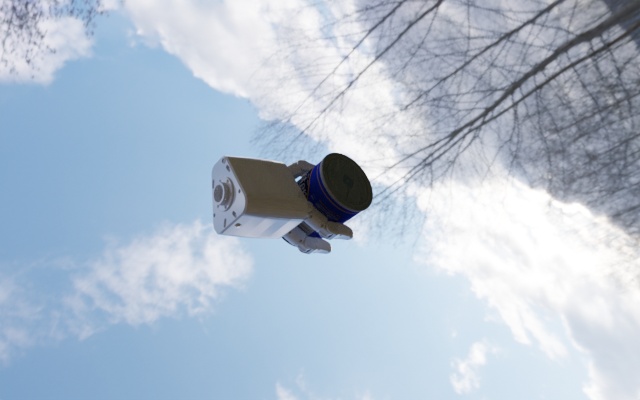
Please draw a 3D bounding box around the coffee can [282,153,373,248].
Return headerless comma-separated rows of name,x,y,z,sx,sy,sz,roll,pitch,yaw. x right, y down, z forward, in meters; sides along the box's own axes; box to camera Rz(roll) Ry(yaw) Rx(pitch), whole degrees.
coffee can,0.000,0.002,0.771,0.103,0.102,0.140,0,-28,-44
